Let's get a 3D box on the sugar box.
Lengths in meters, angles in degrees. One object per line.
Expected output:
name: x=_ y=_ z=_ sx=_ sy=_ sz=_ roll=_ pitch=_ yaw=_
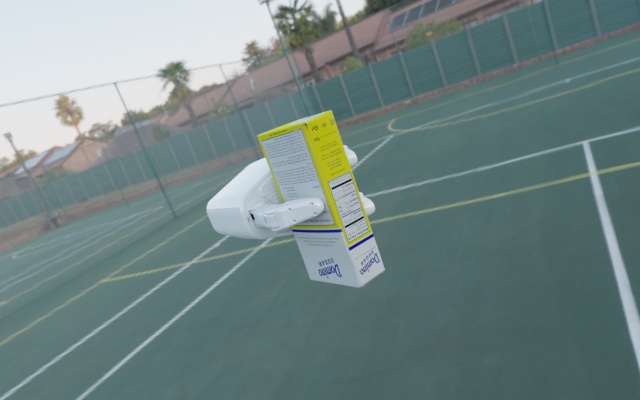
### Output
sugar box: x=0.000 y=0.001 z=0.507 sx=0.048 sy=0.176 sz=0.093 roll=-29 pitch=15 yaw=-33
